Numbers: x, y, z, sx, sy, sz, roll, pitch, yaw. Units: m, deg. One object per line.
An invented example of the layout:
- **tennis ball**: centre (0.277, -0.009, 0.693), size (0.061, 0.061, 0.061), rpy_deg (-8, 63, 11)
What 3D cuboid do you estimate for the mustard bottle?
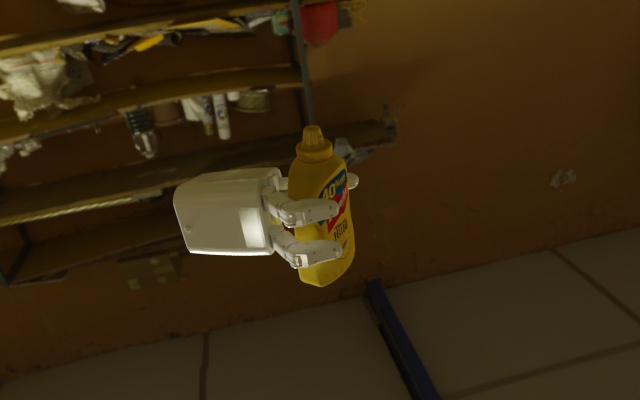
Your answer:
- **mustard bottle**: centre (0.000, 0.002, 0.571), size (0.058, 0.192, 0.096), rpy_deg (12, 36, 30)
